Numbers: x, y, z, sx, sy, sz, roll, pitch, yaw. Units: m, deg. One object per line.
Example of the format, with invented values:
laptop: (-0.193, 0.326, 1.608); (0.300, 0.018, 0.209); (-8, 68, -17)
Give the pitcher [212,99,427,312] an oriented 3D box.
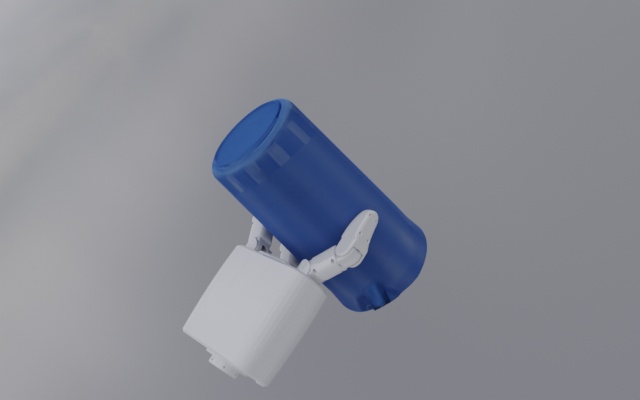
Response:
pitcher: (0.000, 0.002, 0.538); (0.243, 0.145, 0.149); (45, -23, -29)
